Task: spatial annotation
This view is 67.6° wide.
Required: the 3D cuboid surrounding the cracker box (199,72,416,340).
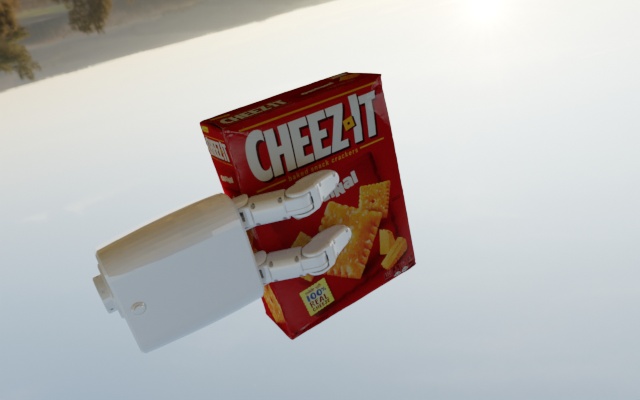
[{"bbox_3d":[0.000,0.002,0.467,0.164,0.214,0.072,-25,25,-24],"label":"cracker box"}]
